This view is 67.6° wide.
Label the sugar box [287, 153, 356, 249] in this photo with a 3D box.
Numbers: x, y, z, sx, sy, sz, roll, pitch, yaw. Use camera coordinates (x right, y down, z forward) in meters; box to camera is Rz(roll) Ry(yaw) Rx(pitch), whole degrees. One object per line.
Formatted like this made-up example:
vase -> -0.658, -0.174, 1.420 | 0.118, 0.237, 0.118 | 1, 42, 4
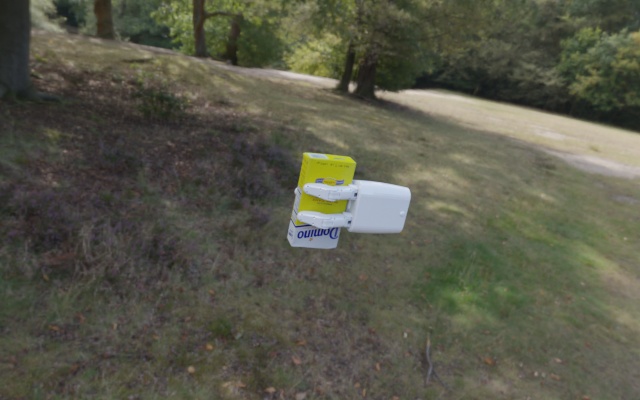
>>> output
sugar box -> 0.000, 0.003, 0.887 | 0.093, 0.176, 0.048 | 4, 19, -19
